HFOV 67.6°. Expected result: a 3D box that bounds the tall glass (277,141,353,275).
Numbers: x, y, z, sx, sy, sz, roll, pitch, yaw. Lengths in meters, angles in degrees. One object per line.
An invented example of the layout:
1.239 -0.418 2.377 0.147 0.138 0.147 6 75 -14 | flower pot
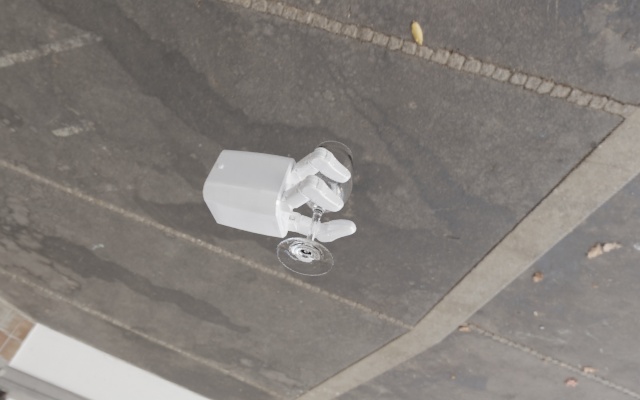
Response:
0.000 0.003 0.670 0.079 0.201 0.079 9 -43 8 | tall glass
